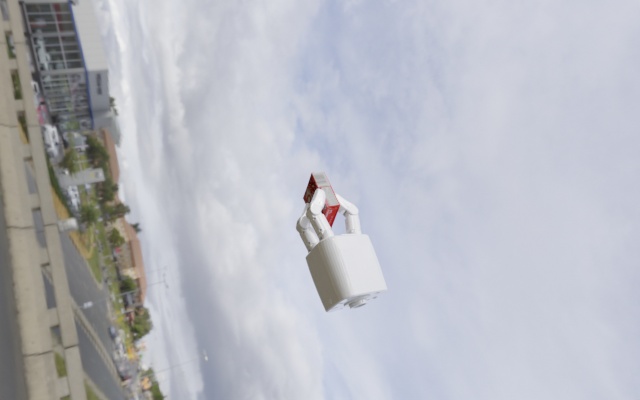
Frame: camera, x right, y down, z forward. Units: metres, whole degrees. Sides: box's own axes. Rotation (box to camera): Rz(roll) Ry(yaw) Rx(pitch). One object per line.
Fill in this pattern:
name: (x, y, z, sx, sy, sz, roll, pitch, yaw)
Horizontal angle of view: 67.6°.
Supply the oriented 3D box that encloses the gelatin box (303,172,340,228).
gelatin box: (0.000, 0.003, 0.888, 0.030, 0.089, 0.073, -7, -38, -24)
